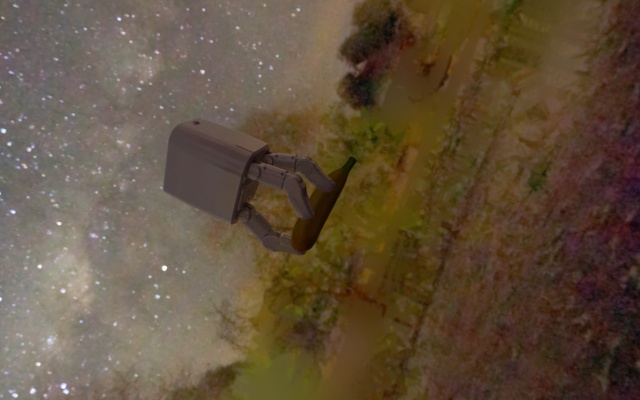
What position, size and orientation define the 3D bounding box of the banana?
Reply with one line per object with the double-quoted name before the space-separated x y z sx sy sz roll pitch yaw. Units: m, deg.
"banana" -0.004 0.012 0.653 0.037 0.070 0.197 27 45 2
